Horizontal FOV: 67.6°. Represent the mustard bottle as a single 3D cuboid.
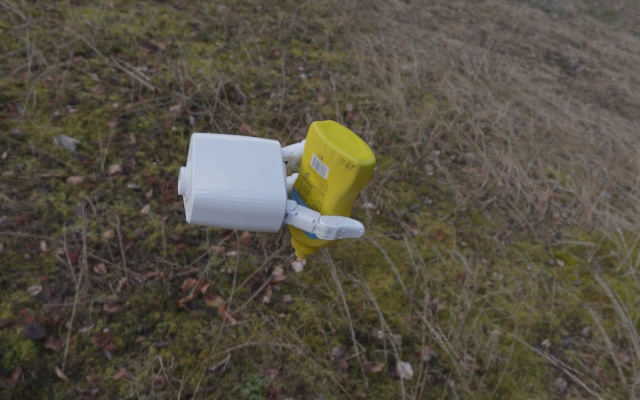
[{"bbox_3d":[0.000,0.002,0.611,0.058,0.192,0.096,-14,47,-40],"label":"mustard bottle"}]
